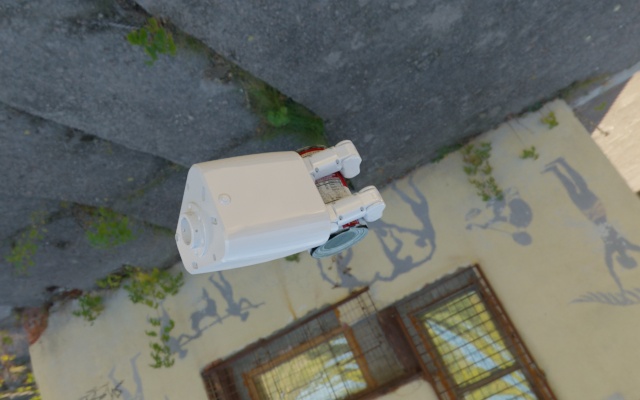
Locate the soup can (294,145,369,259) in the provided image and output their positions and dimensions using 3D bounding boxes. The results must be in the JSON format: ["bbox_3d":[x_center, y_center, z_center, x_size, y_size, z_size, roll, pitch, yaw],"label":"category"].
[{"bbox_3d":[0.001,0.002,0.507,0.068,0.102,0.068,-22,-21,-9],"label":"soup can"}]
